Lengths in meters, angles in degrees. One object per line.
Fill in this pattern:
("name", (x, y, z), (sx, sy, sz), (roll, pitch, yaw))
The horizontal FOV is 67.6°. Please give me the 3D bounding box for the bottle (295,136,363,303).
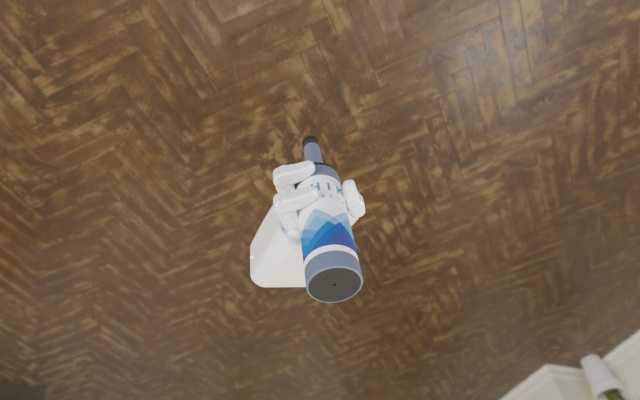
("bottle", (0.000, 0.002, 0.661), (0.069, 0.069, 0.295), (0, 41, -8))
